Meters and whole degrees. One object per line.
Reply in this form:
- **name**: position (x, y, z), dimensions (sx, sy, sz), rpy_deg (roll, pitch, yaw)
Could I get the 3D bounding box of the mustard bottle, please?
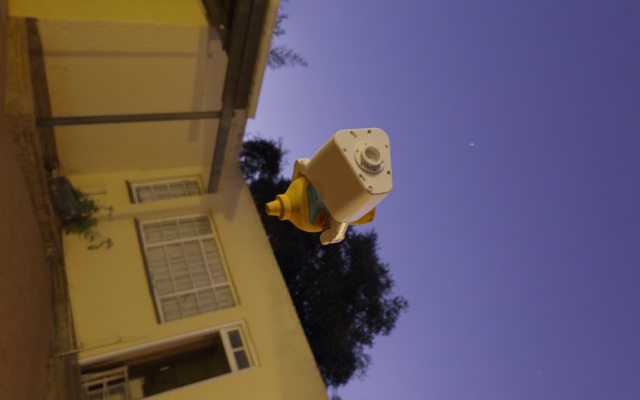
- **mustard bottle**: position (0.000, 0.003, 0.803), dimensions (0.191, 0.096, 0.058), rpy_deg (-8, 6, -27)
